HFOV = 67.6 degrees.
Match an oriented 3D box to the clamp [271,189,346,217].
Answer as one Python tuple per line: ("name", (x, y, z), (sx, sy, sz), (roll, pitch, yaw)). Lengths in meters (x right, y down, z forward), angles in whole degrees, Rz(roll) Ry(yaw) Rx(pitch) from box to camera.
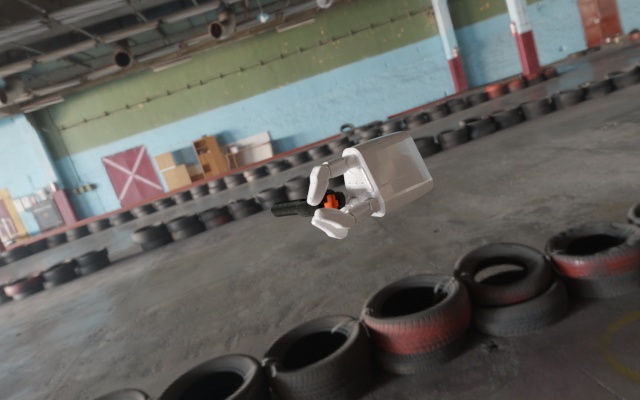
("clamp", (0.000, 0.002, 0.783), (0.120, 0.039, 0.171), (-23, 11, -25))
